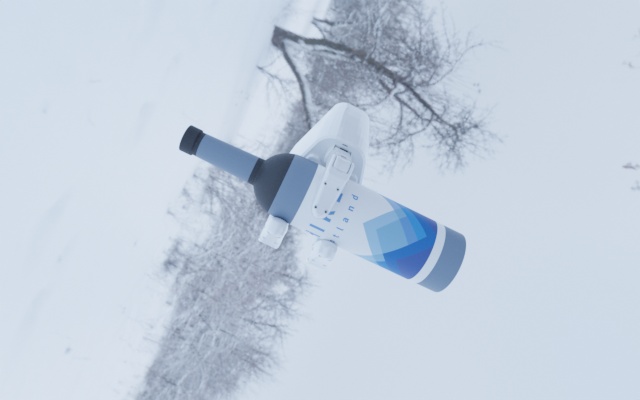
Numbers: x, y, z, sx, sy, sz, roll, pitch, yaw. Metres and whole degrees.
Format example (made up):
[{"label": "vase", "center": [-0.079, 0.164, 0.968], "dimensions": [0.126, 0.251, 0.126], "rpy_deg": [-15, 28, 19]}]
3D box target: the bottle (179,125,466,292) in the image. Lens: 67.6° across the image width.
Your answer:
[{"label": "bottle", "center": [0.000, 0.002, 0.480], "dimensions": [0.296, 0.069, 0.069], "rpy_deg": [26, -3, -6]}]
